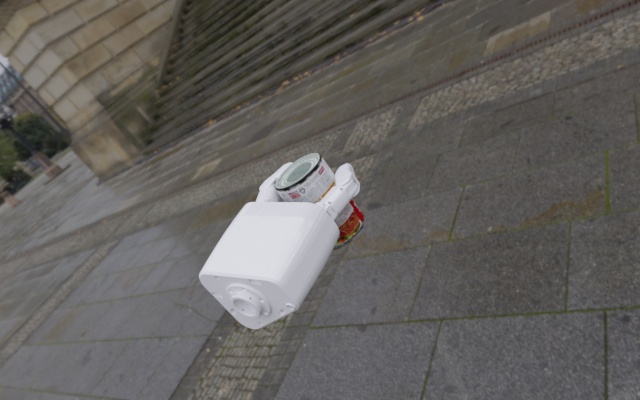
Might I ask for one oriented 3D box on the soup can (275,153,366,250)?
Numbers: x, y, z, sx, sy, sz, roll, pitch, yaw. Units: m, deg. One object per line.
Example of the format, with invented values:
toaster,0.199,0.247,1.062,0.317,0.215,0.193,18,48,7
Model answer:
soup can,0.000,0.001,0.582,0.068,0.102,0.068,-30,24,15
